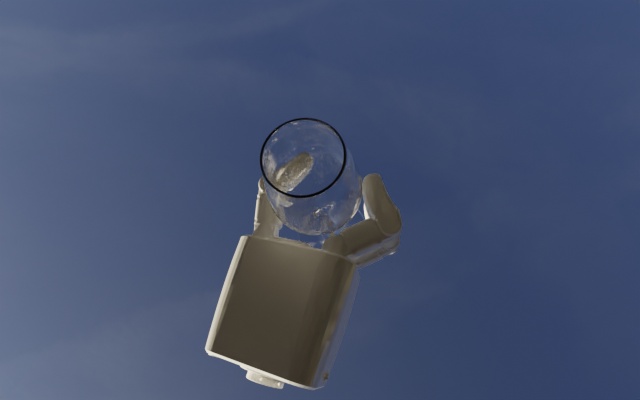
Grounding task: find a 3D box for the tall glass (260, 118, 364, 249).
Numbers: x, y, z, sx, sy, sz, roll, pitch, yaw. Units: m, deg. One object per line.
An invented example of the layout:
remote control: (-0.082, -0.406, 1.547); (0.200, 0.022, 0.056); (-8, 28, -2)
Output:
tall glass: (0.000, 0.001, 0.426); (0.079, 0.079, 0.201); (0, -19, 8)
